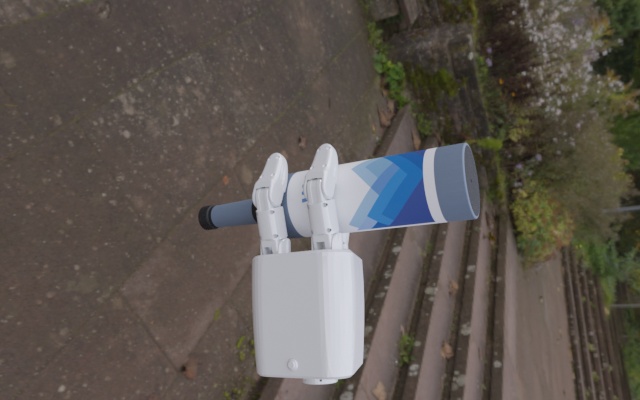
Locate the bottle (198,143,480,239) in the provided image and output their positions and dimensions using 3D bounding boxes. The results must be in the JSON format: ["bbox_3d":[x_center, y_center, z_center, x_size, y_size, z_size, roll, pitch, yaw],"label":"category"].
[{"bbox_3d":[0.000,0.001,0.476,0.296,0.069,0.069,-8,-4,27],"label":"bottle"}]
